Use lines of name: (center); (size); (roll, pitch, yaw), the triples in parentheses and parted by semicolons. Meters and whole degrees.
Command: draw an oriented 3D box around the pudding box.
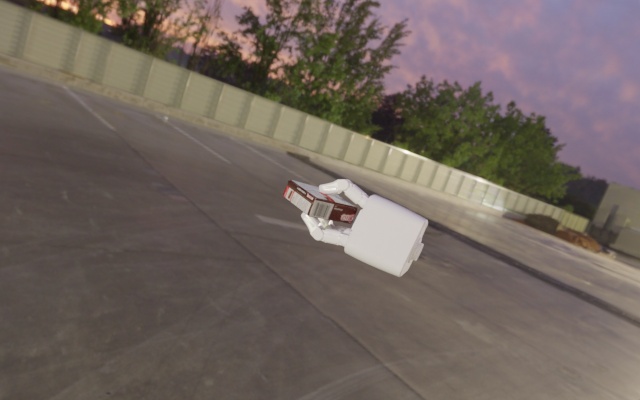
pudding box: (0.000, 0.003, 0.883); (0.113, 0.039, 0.090); (15, 13, -43)
